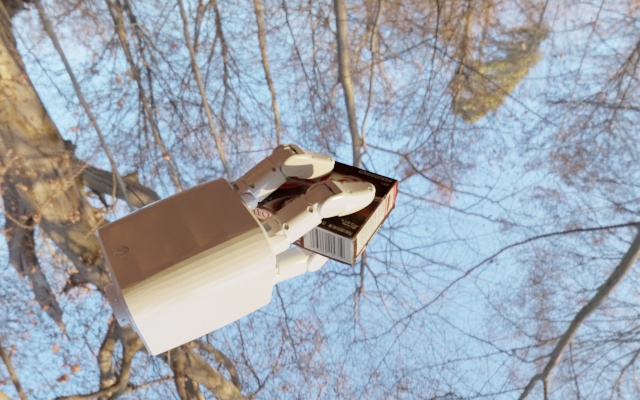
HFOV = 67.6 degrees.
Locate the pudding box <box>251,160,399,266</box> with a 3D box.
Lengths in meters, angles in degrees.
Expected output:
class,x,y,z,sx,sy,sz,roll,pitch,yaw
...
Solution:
class,x,y,z,sx,sy,sz,roll,pitch,yaw
pudding box,0.000,0.002,0.427,0.113,0.039,0.090,21,45,22
